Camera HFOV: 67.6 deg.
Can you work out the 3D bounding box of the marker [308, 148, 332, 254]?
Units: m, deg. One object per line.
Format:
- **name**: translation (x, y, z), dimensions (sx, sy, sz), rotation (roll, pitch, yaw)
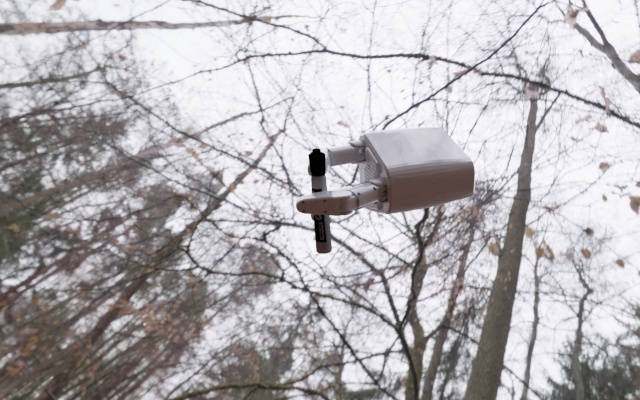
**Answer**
- **marker**: translation (0.000, 0.002, 0.525), dimensions (0.020, 0.121, 0.020), rotation (-4, 22, 1)
